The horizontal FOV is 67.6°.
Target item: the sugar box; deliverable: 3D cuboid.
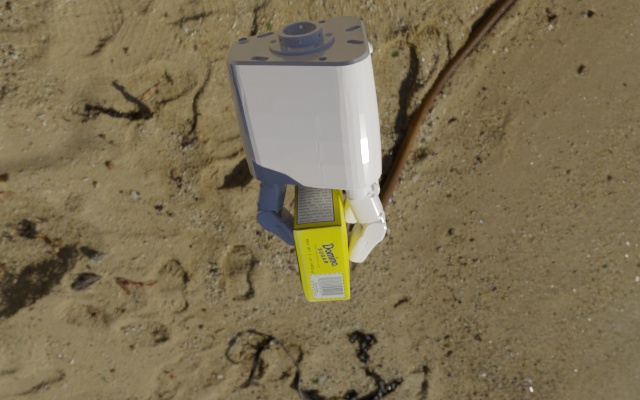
[{"bbox_3d":[0.001,0.001,0.468,0.048,0.093,0.176,-4,40,4],"label":"sugar box"}]
